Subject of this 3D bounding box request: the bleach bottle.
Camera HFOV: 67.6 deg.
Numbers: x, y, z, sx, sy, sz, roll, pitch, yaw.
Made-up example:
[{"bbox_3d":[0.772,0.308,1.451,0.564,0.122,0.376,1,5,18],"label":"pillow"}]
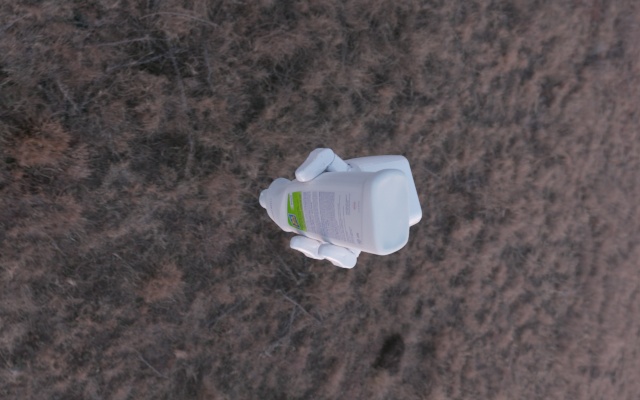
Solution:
[{"bbox_3d":[0.000,0.002,0.638,0.068,0.102,0.251,-15,16,-40],"label":"bleach bottle"}]
